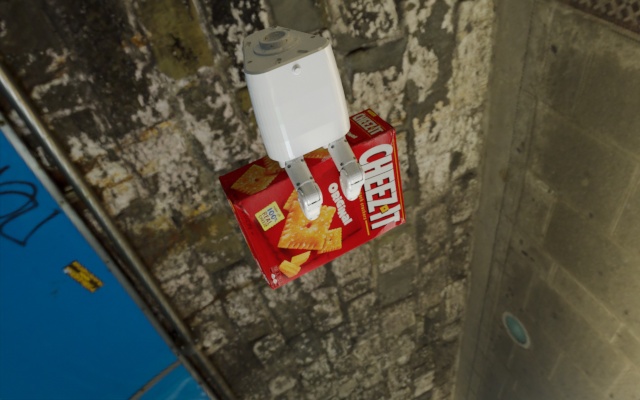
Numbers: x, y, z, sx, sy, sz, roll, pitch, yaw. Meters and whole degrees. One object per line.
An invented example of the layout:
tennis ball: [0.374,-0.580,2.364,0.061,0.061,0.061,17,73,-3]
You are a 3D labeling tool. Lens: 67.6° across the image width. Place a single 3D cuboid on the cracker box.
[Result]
cracker box: [0.000,0.002,0.618,0.213,0.164,0.072,-25,42,-12]
